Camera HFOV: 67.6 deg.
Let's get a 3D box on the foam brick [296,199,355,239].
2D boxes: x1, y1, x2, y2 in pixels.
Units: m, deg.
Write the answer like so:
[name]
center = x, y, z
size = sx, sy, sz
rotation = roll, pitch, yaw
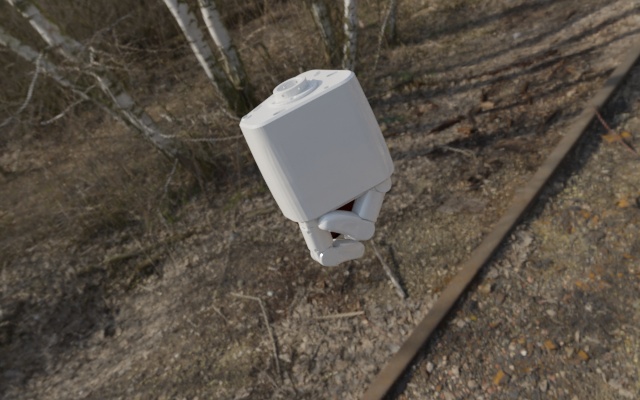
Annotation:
[foam brick]
center = 0.000, 0.002, 0.532
size = 0.053, 0.051, 0.078
rotation = -38, 30, -19
